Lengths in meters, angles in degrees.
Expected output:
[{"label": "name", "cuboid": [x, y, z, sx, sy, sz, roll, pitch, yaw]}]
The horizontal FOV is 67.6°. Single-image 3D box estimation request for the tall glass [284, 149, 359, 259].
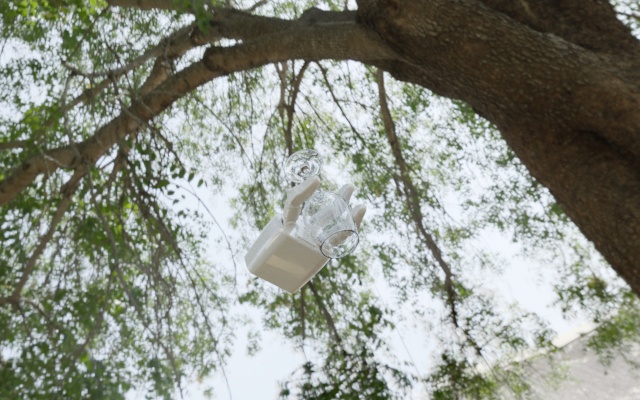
[{"label": "tall glass", "cuboid": [0.000, 0.002, 0.784, 0.079, 0.079, 0.201, 0, 40, -23]}]
